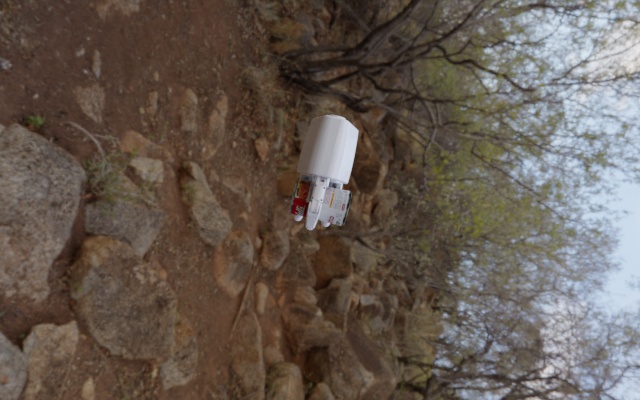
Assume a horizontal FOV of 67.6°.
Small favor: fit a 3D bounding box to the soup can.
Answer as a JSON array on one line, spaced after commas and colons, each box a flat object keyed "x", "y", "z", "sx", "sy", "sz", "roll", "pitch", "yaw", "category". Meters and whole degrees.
[{"x": 0.000, "y": 0.003, "z": 0.875, "sx": 0.102, "sy": 0.068, "sz": 0.068, "roll": 14, "pitch": 0, "yaw": 0, "category": "soup can"}]
